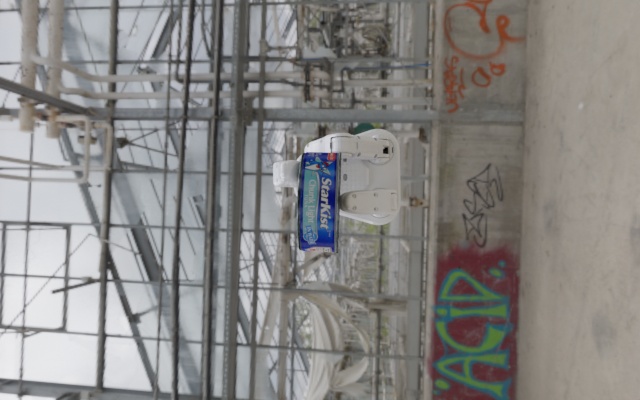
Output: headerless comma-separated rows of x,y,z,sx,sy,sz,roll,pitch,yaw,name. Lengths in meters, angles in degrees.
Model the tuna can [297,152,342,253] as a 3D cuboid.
-0.001,0.001,0.407,0.034,0.086,0.086,2,0,2,tuna can
